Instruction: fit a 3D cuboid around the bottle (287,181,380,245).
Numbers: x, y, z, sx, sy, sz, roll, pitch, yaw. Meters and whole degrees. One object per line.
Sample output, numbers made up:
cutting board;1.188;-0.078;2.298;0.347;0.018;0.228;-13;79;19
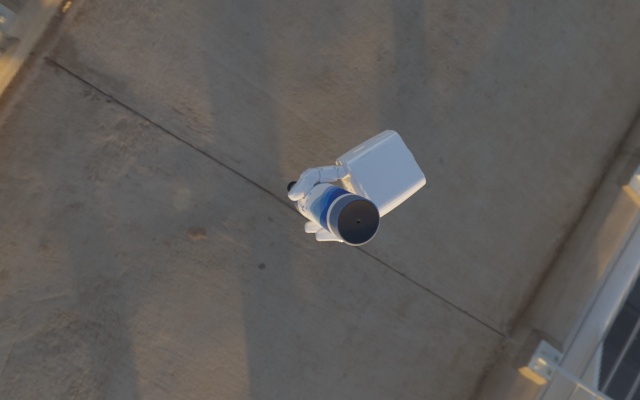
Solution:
bottle;0.000;0.003;0.778;0.069;0.069;0.295;0;10;-21
